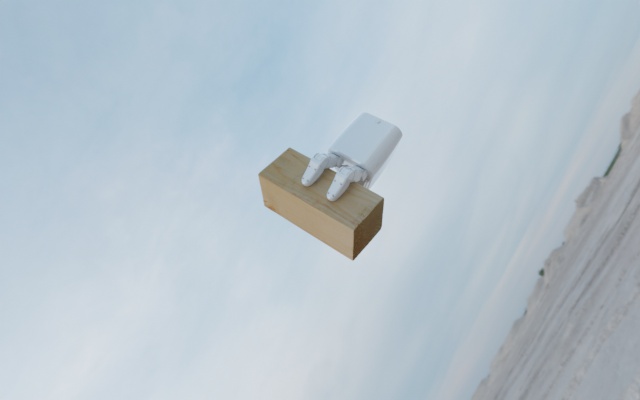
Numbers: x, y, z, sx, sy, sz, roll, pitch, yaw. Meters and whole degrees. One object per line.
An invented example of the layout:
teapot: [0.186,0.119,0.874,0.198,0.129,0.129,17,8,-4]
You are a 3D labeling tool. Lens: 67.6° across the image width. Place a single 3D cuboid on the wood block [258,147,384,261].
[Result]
wood block: [0.000,0.003,0.842,0.206,0.091,0.090,30,58,26]
